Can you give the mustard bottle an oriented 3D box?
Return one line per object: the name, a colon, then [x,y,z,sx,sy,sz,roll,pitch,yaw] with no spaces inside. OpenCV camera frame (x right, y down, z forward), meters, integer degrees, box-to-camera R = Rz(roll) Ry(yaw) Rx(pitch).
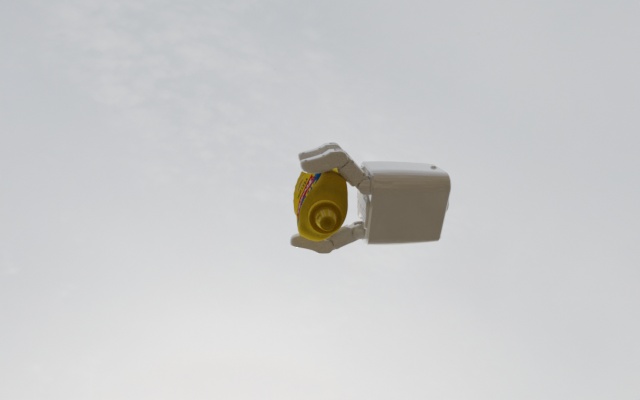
mustard bottle: [0.000,0.002,0.639,0.058,0.096,0.191,24,12,-11]
